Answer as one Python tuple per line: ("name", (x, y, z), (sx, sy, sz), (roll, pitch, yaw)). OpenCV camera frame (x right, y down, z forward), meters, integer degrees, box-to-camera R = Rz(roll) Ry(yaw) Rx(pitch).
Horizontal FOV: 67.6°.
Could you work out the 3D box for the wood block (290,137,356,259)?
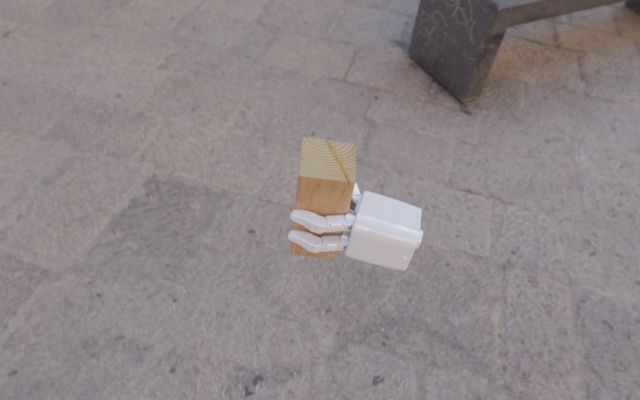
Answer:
("wood block", (0.001, 0.002, 0.819), (0.090, 0.090, 0.206), (7, -42, -3))
